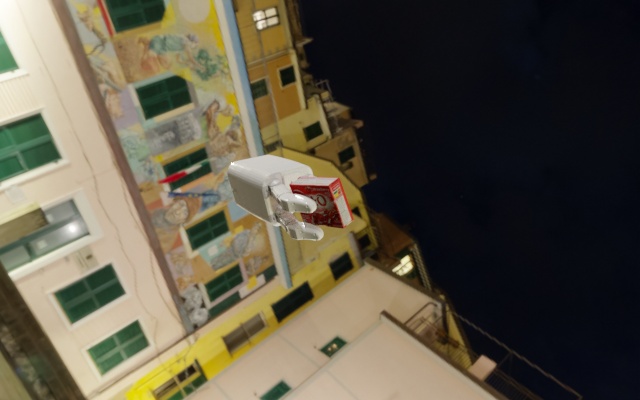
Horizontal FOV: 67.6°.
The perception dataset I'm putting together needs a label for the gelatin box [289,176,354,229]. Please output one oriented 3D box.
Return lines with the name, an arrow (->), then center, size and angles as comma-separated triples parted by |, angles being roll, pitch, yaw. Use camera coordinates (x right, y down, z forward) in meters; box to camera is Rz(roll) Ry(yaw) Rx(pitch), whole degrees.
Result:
gelatin box -> 0.001, 0.002, 0.728 | 0.089, 0.073, 0.030 | 4, 32, 44
